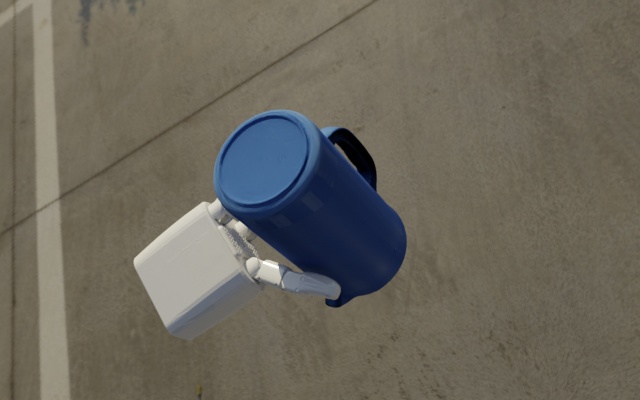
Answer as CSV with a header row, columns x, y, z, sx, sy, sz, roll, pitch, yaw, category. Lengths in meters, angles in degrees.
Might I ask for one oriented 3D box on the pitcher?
x,y,z,sx,sy,sz,roll,pitch,yaw,category
0.000,0.002,0.510,0.145,0.149,0.243,-34,-33,7,pitcher
